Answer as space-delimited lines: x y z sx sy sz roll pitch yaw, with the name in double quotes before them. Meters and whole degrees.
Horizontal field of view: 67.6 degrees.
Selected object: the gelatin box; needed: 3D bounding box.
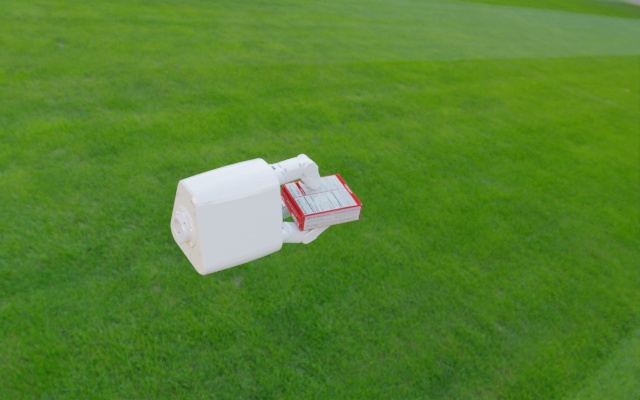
"gelatin box" 0.000 0.002 0.643 0.089 0.030 0.073 -11 42 -23
